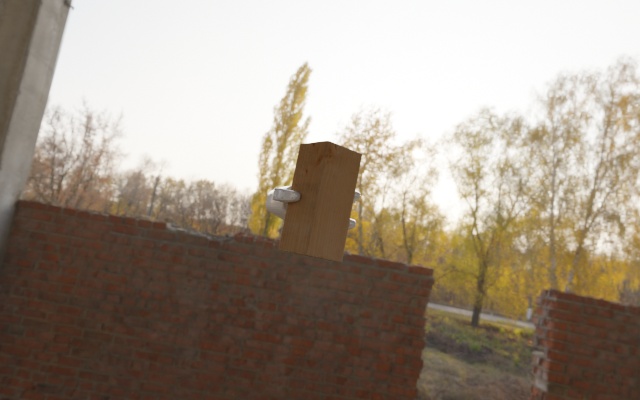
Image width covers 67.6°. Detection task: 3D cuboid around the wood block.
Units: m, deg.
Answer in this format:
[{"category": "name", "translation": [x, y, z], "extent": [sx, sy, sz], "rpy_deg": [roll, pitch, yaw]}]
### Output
[{"category": "wood block", "translation": [0.000, 0.003, 0.890], "extent": [0.091, 0.206, 0.090], "rpy_deg": [16, -9, -38]}]
